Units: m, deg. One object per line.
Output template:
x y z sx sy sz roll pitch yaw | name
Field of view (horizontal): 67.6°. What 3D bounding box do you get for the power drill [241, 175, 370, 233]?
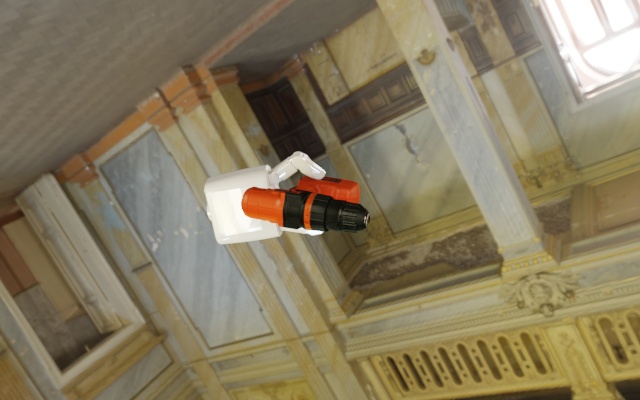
0.000 0.002 0.717 0.184 0.057 0.187 10 10 18 | power drill
